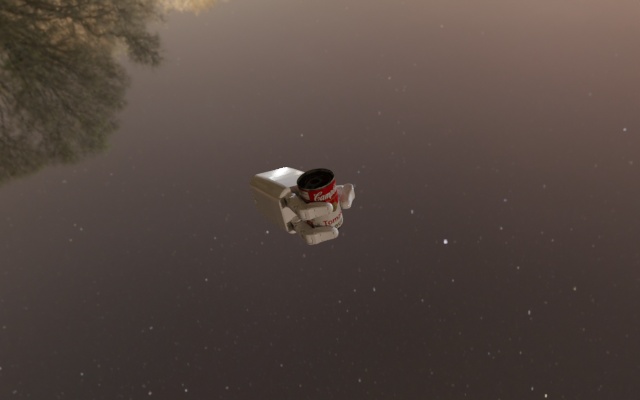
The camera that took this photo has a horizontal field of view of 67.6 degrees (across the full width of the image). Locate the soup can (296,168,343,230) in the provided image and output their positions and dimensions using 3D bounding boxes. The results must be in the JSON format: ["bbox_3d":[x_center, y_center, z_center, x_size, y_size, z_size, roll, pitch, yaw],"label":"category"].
[{"bbox_3d":[0.001,0.003,0.862,0.068,0.102,0.068,-9,33,6],"label":"soup can"}]
